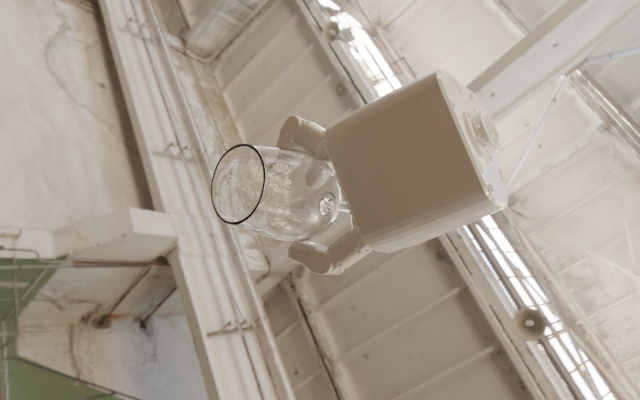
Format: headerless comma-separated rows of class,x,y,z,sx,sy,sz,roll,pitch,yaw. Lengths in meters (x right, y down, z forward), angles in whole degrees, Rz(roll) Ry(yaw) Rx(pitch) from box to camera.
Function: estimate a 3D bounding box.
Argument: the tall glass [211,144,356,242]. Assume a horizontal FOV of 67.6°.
tall glass,0.000,0.002,0.432,0.079,0.079,0.201,0,-8,40
